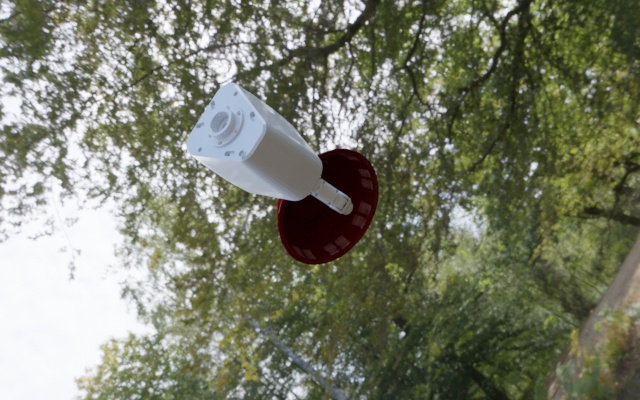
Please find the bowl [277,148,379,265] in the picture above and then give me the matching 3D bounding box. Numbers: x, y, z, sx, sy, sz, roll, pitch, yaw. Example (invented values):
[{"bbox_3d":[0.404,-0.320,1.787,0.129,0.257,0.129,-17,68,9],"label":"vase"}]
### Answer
[{"bbox_3d":[0.000,0.003,0.640,0.162,0.162,0.055,0,20,-37],"label":"bowl"}]
